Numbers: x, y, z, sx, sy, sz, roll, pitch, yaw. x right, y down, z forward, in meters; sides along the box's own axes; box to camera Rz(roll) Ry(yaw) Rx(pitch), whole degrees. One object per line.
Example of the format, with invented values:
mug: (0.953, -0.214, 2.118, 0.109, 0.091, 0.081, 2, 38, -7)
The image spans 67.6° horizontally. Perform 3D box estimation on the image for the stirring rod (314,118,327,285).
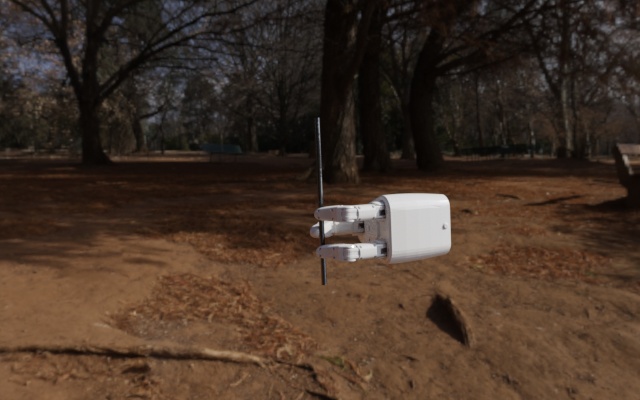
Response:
stirring rod: (0.000, 0.002, 0.688, 0.011, 0.239, 0.011, -3, 3, 0)
